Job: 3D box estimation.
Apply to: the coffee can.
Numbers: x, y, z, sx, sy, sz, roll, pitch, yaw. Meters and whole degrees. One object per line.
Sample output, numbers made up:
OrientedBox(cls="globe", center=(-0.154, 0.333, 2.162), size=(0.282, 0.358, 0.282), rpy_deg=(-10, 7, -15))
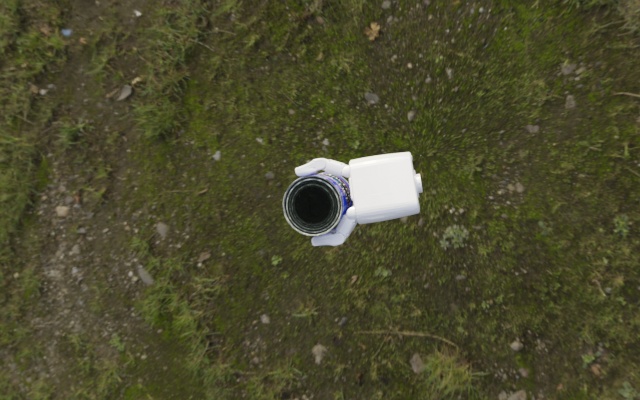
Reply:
OrientedBox(cls="coffee can", center=(0.000, 0.003, 0.859), size=(0.103, 0.103, 0.140), rpy_deg=(0, 5, 12))
